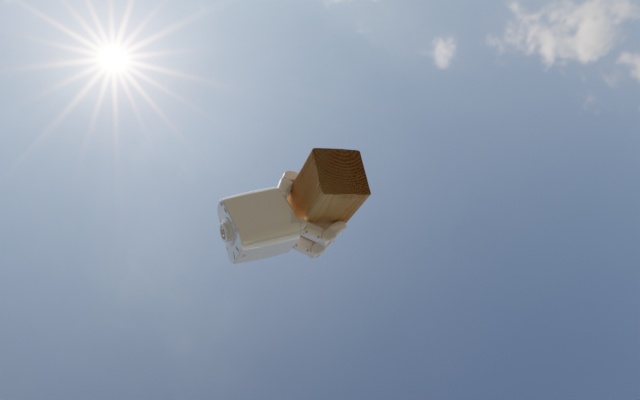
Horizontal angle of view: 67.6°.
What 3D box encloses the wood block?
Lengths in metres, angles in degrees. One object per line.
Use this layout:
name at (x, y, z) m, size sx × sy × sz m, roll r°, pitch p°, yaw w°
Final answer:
wood block at (0.000, 0.003, 0.856) m, size 0.090 × 0.090 × 0.206 m, roll 0°, pitch -29°, yaw -23°
